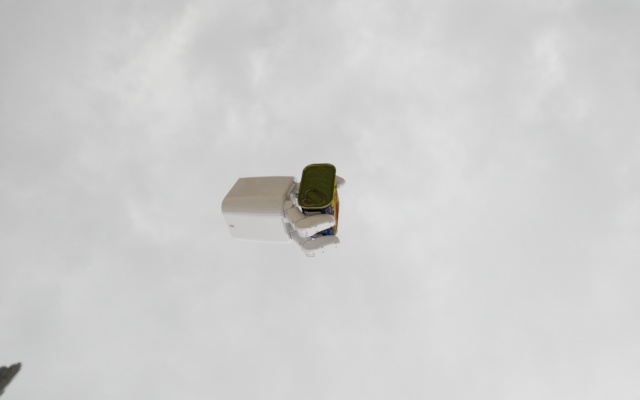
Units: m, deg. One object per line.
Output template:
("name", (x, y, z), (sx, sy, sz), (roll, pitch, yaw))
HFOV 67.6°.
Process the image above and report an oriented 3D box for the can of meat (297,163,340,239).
("can of meat", (0.000, 0.003, 0.795), (0.057, 0.102, 0.084), (-2, -44, 9))
